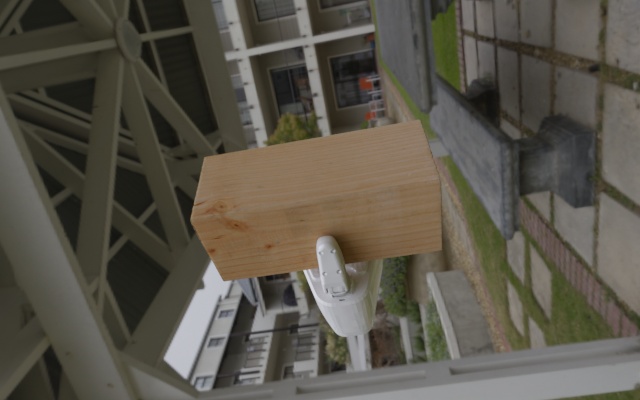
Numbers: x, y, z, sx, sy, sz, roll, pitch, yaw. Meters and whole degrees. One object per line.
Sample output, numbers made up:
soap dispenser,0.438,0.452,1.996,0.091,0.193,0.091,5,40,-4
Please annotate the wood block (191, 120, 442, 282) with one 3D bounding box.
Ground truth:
wood block,0.000,0.002,0.443,0.206,0.090,0.090,-9,43,6
